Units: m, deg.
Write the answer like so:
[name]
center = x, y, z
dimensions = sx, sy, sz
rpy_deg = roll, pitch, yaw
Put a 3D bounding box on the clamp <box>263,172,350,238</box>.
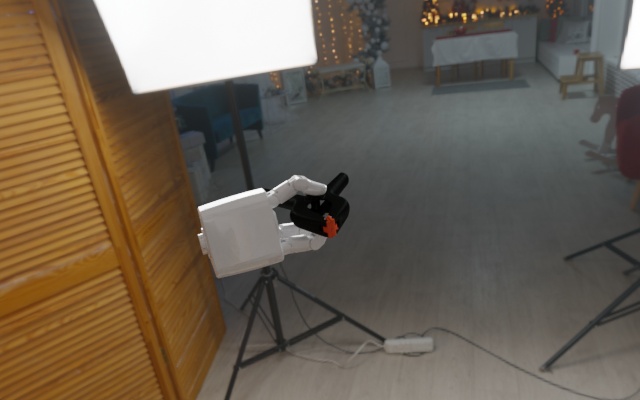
[clamp]
center = 0.000, 0.002, 0.782
dimensions = 0.164, 0.036, 0.210
rpy_deg = -16, 23, -16
